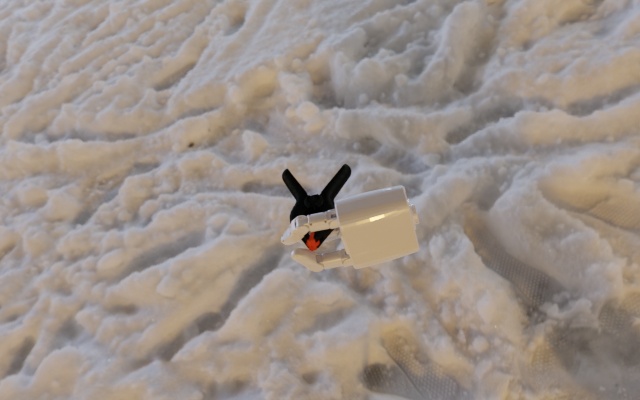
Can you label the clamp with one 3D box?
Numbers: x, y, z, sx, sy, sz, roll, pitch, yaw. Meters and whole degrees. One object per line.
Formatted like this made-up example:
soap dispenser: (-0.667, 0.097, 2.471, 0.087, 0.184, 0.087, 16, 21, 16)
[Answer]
clamp: (0.000, 0.002, 0.785, 0.120, 0.171, 0.039, -14, -38, 7)
